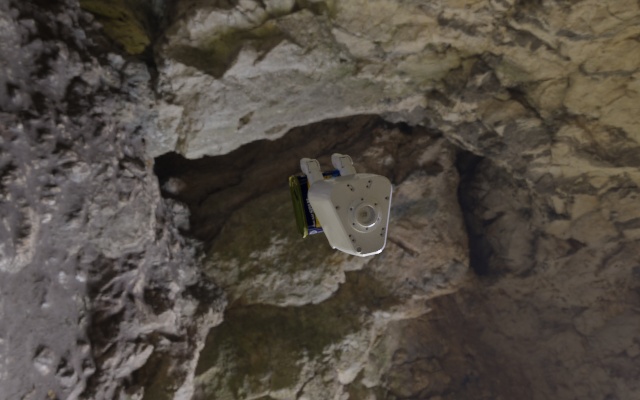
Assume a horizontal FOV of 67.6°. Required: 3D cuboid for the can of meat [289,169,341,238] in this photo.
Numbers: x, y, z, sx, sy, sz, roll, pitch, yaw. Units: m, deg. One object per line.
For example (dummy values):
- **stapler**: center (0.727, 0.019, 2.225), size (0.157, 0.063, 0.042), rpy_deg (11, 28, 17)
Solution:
- **can of meat**: center (0.000, 0.003, 0.784), size (0.084, 0.102, 0.057), rpy_deg (-11, 1, -13)
